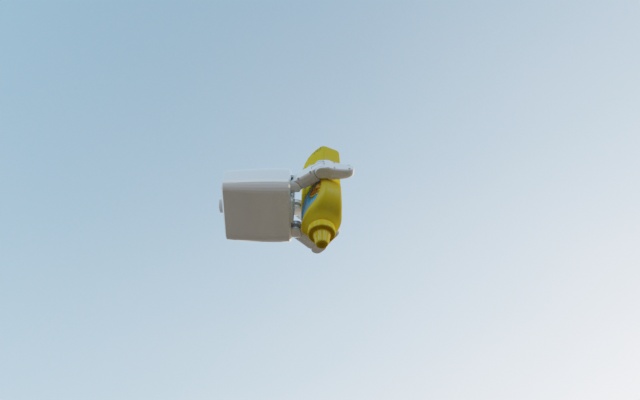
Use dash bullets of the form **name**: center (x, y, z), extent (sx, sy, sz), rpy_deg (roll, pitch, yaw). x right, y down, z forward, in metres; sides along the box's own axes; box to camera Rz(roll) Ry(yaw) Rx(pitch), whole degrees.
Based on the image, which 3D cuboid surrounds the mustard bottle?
- **mustard bottle**: center (0.000, 0.002, 0.755), extent (0.058, 0.096, 0.191), rpy_deg (20, 36, -16)
